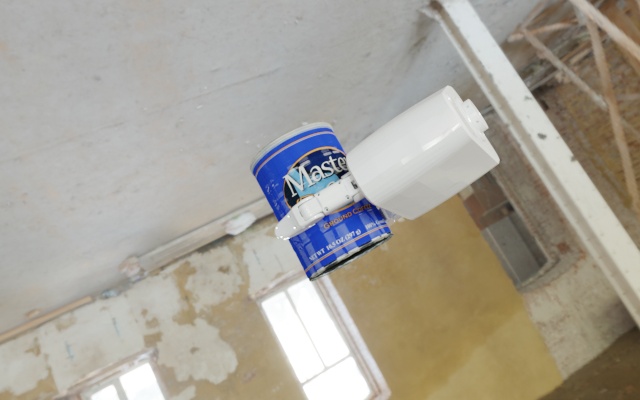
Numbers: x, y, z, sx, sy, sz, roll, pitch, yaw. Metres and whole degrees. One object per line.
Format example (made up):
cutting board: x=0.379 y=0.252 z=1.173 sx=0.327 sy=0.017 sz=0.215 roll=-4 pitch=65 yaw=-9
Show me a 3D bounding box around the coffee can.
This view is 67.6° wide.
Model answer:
coffee can: x=0.000 y=0.002 z=0.518 sx=0.103 sy=0.140 sz=0.103 roll=-28 pitch=-12 yaw=-6
